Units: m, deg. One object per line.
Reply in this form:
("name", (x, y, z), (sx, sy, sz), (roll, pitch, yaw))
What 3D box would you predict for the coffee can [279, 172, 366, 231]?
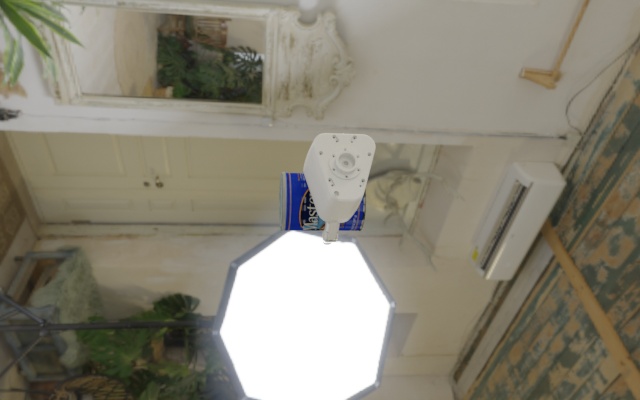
("coffee can", (0.000, 0.003, 0.837), (0.140, 0.103, 0.103), (1, 0, -8))
